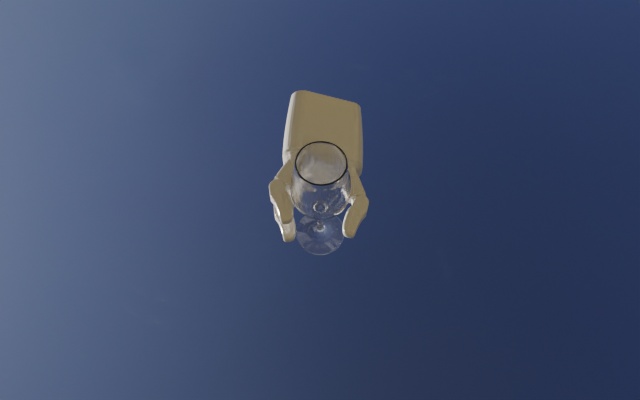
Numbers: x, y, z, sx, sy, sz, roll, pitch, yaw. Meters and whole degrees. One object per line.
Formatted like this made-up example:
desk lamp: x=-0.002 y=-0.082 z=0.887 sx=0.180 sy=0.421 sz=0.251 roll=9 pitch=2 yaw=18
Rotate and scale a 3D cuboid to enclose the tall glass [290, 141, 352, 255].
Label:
tall glass: x=0.000 y=0.003 z=0.641 sx=0.079 sy=0.079 sz=0.201 roll=0 pitch=-27 yaw=-1
